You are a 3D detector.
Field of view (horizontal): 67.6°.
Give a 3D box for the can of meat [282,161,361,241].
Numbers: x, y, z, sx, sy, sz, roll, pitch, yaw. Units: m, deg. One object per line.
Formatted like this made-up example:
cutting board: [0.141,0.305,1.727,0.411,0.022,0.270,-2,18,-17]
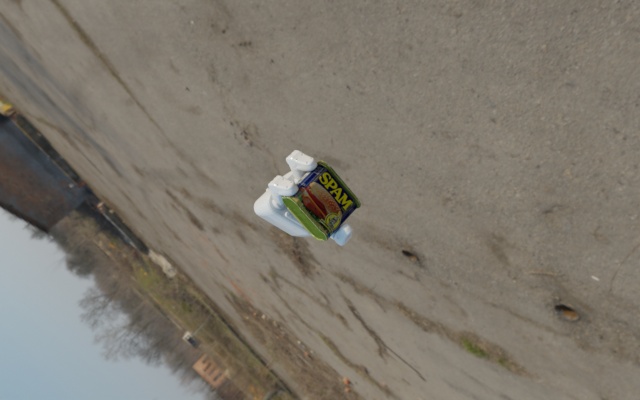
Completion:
can of meat: [0.000,0.003,0.764,0.084,0.102,0.057,-46,14,-20]
